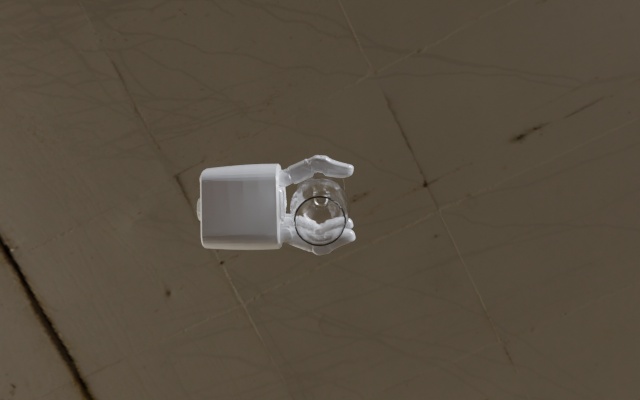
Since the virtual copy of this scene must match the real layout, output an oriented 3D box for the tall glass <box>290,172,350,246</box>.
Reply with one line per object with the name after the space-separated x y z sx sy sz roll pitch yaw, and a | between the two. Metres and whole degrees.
0.000 0.002 0.658 0.079 0.079 0.201 0 13 0 | tall glass
